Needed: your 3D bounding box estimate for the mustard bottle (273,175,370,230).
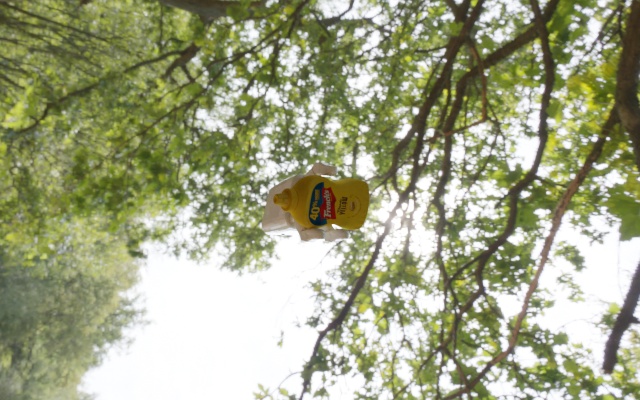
[{"bbox_3d":[0.001,0.003,0.870,0.191,0.096,0.058,4,10,-36],"label":"mustard bottle"}]
